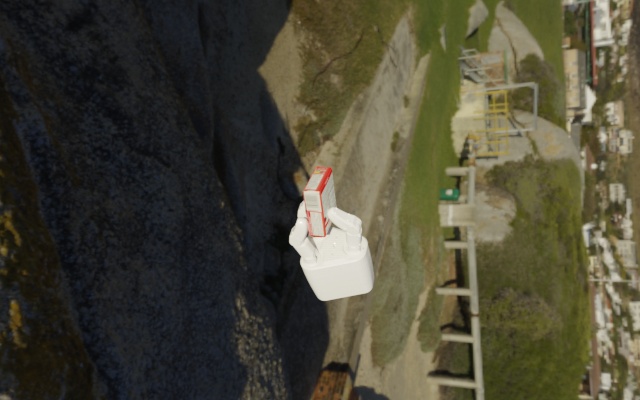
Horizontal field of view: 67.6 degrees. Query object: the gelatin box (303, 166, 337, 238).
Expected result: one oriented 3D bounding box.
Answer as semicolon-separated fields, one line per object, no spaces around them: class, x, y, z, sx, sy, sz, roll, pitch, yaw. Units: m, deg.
gelatin box;0.001;0.002;0.753;0.030;0.089;0.073;4;35;17
